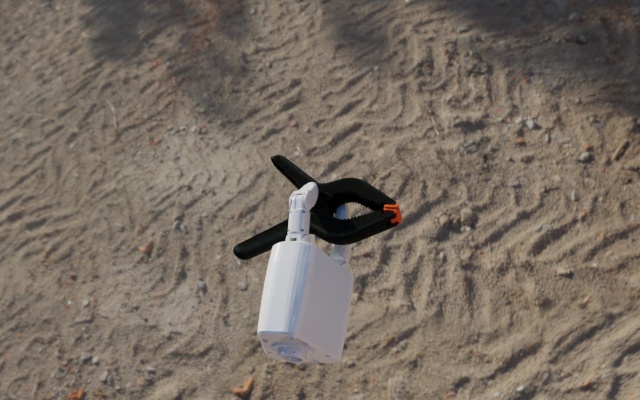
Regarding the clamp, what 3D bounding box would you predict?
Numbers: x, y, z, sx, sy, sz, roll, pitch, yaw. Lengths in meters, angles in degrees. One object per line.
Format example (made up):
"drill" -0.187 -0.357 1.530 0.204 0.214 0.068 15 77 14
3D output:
"clamp" 0.000 0.002 0.617 0.210 0.164 0.036 -2 -35 19
